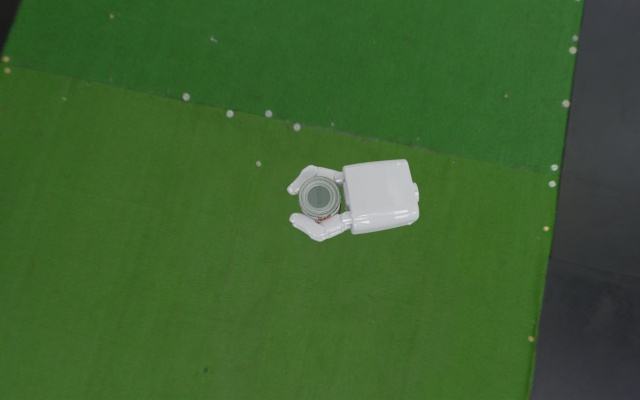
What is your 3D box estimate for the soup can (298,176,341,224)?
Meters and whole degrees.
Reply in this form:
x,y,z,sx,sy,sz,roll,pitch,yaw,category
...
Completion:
x,y,z,sx,sy,sz,roll,pitch,yaw,category
0.000,0.002,0.786,0.068,0.068,0.102,0,-10,2,soup can
